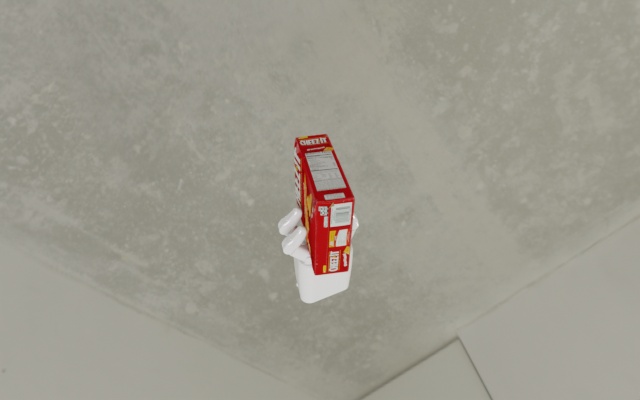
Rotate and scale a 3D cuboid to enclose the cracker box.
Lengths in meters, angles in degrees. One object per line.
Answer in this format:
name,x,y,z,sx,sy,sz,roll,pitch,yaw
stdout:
cracker box,0.000,0.003,0.870,0.072,0.164,0.213,-6,37,-10
